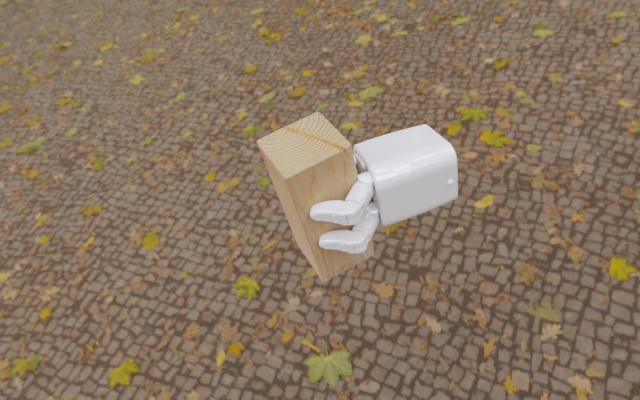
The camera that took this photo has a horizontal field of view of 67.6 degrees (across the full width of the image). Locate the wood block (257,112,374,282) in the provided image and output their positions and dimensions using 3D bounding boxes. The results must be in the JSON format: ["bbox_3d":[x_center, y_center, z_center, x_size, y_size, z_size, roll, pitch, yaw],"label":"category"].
[{"bbox_3d":[0.000,0.002,0.635,0.090,0.206,0.090,-28,45,-10],"label":"wood block"}]
